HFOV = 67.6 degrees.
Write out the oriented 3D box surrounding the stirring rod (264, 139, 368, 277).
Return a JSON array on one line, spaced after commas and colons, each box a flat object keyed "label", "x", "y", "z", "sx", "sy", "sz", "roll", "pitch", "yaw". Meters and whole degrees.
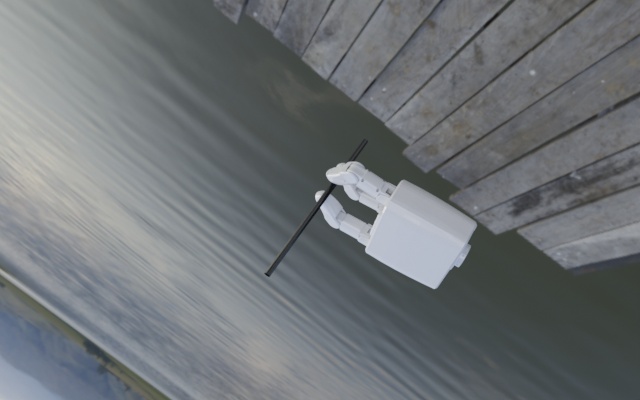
[{"label": "stirring rod", "x": 0.000, "y": 0.002, "z": 0.621, "sx": 0.011, "sy": 0.239, "sz": 0.011, "roll": 28, "pitch": -28, "yaw": 16}]
